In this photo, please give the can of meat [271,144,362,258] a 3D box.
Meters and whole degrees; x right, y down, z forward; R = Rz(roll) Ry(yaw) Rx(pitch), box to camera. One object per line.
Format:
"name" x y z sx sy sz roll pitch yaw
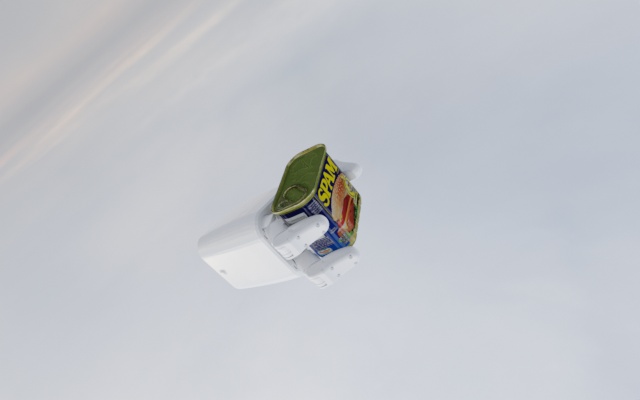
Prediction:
"can of meat" 0.000 0.002 0.532 0.057 0.084 0.102 -22 33 30
